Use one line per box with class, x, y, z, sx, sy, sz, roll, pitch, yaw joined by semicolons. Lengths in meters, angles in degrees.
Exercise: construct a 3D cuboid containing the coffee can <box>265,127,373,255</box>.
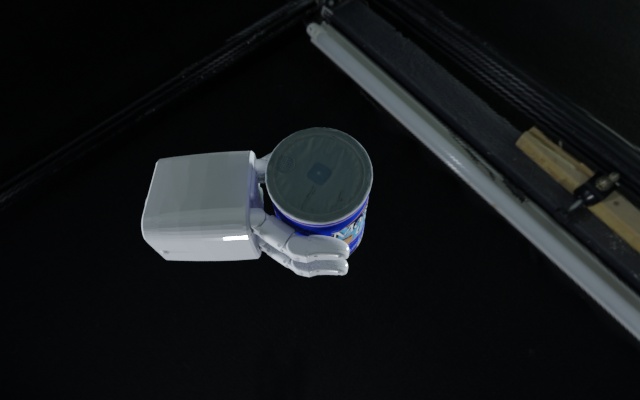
coffee can;0.000;0.002;0.517;0.103;0.102;0.140;0;-24;2
